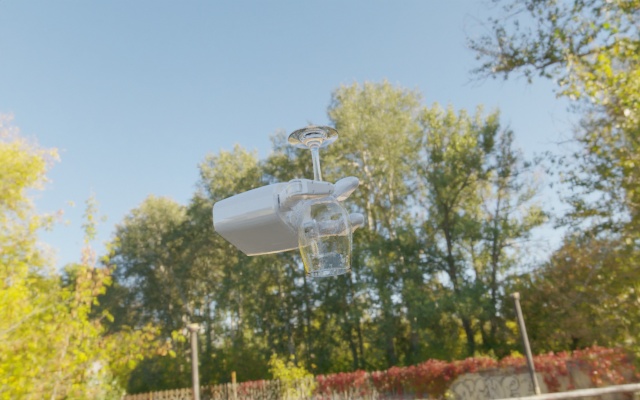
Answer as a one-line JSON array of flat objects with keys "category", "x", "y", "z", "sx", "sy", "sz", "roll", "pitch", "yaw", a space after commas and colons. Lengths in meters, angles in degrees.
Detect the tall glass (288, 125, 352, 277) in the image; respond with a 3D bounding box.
[{"category": "tall glass", "x": 0.000, "y": 0.001, "z": 0.662, "sx": 0.079, "sy": 0.201, "sz": 0.079, "roll": -6, "pitch": -17, "yaw": -2}]
